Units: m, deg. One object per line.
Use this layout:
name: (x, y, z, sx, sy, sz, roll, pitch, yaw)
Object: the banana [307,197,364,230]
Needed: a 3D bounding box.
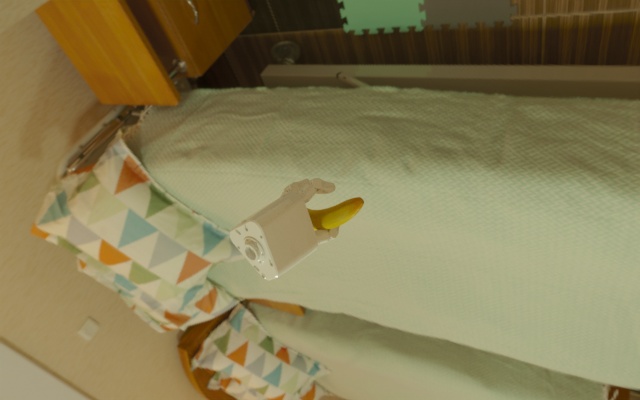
banana: (-0.003, 0.021, 0.875, 0.198, 0.069, 0.037, 7, 7, 44)
